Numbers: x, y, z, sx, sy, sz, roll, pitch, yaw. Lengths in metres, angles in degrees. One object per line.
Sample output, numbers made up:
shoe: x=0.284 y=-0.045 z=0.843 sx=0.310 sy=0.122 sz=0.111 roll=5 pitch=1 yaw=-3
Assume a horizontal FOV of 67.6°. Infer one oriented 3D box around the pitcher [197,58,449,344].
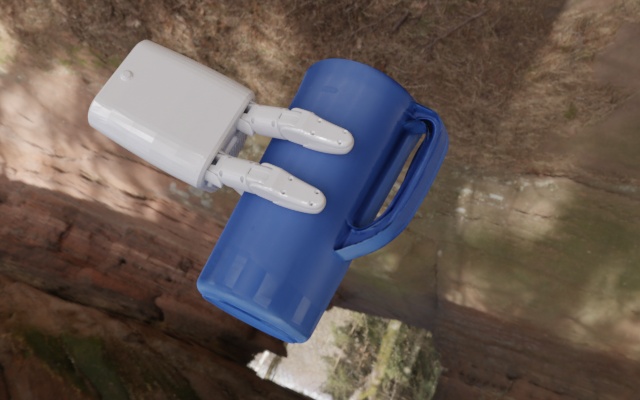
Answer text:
pitcher: x=0.000 y=0.001 z=0.436 sx=0.145 sy=0.242 sz=0.149 roll=29 pitch=-20 yaw=-3
